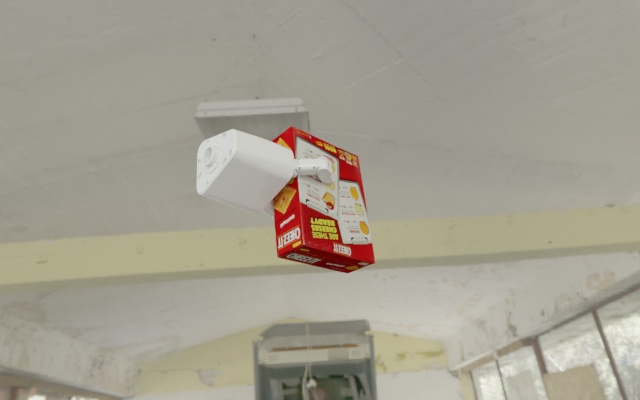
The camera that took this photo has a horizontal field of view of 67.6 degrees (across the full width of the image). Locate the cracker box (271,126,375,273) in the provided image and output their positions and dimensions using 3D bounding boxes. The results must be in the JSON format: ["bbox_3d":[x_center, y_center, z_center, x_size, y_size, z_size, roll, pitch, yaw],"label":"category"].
[{"bbox_3d":[0.000,0.002,0.802,0.164,0.213,0.072,19,-36,-40],"label":"cracker box"}]
